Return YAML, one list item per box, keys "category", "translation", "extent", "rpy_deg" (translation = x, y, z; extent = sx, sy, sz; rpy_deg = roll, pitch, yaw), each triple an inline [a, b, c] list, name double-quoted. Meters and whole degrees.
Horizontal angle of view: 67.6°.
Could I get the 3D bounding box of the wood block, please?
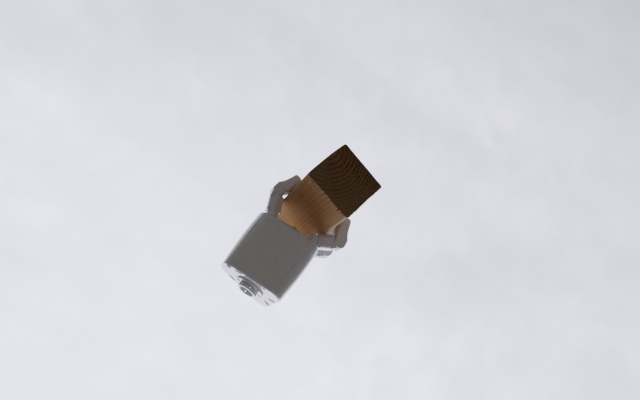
- category: "wood block"
  translation: [0.000, 0.003, 0.804]
  extent: [0.090, 0.091, 0.206]
  rpy_deg: [-41, 0, -30]
